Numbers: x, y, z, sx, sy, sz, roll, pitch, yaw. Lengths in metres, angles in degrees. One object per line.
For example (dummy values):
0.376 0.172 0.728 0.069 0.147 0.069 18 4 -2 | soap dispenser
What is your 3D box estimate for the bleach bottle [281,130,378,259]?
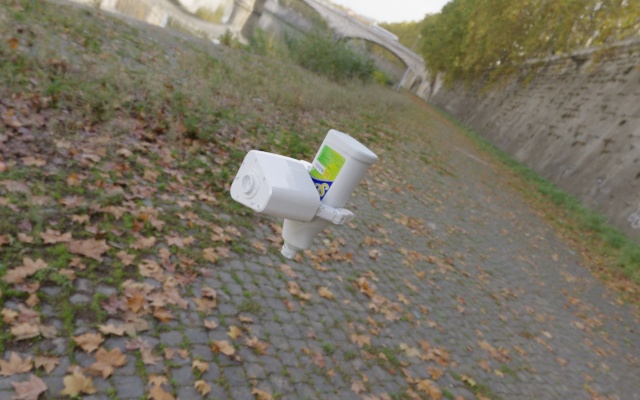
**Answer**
0.000 0.003 0.873 0.068 0.251 0.102 12 23 -45 | bleach bottle
